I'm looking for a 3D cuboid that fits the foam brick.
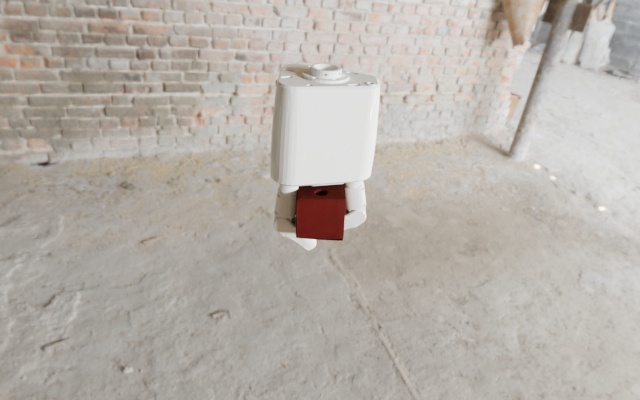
[{"bbox_3d":[0.000,0.002,0.534,0.053,0.051,0.078,2,30,-1],"label":"foam brick"}]
